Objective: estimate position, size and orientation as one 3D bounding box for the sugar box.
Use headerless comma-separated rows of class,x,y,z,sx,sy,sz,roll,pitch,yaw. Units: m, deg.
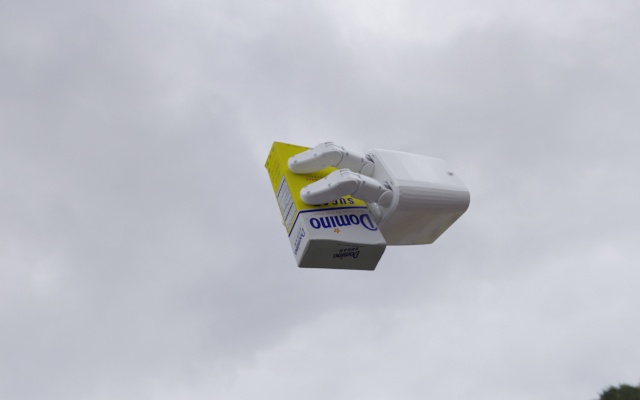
sugar box,0.000,0.001,0.545,0.093,0.048,0.176,6,34,-26
